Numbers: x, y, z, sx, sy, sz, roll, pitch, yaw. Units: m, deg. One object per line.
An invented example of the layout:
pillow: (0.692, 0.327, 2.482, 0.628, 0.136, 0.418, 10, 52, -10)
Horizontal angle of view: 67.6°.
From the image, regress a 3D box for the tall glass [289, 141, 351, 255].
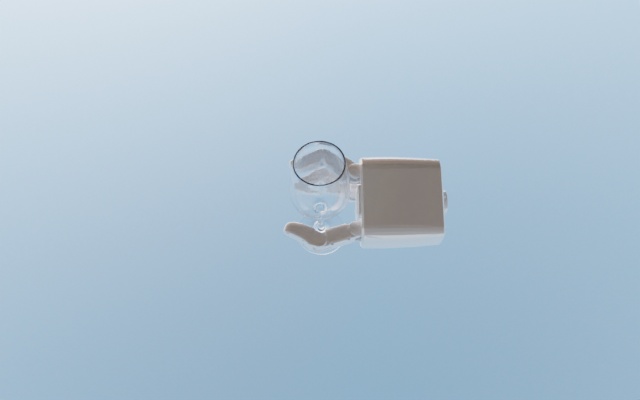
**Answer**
tall glass: (0.000, 0.002, 0.634, 0.079, 0.079, 0.201, 0, -27, 1)
